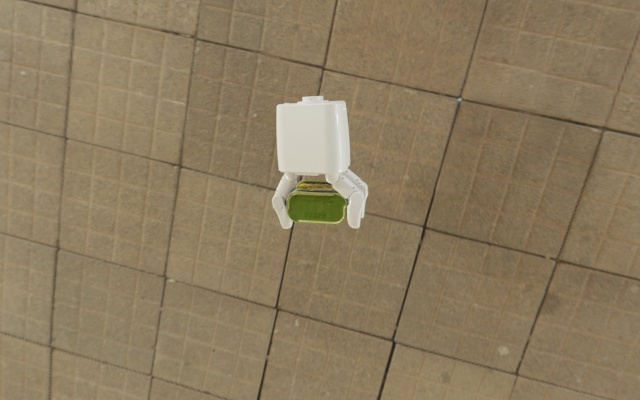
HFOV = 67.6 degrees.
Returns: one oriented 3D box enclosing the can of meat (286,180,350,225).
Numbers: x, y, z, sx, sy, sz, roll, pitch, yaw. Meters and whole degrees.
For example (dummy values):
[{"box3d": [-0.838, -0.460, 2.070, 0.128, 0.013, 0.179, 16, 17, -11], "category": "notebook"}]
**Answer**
[{"box3d": [0.000, 0.003, 0.785, 0.102, 0.057, 0.084, 2, 14, 9], "category": "can of meat"}]
